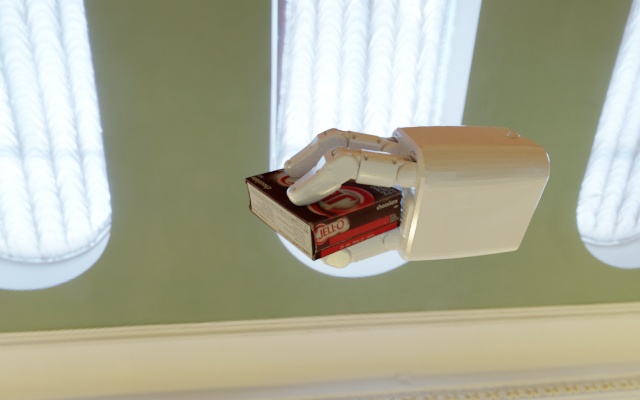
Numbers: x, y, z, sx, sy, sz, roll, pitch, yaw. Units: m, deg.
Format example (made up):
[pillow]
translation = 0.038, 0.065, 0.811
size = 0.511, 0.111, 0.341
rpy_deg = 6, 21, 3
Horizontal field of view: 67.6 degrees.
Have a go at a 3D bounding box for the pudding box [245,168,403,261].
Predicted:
[pudding box]
translation = 0.000, 0.001, 0.412
size = 0.090, 0.039, 0.113
rpy_deg = -17, 27, -30
